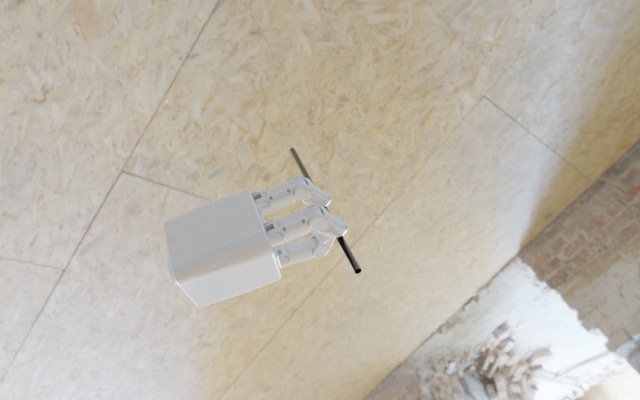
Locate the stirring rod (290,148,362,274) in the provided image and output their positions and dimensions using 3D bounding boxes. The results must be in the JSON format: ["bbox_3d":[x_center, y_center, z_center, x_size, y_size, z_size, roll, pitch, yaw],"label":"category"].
[{"bbox_3d":[0.000,0.002,0.600,0.011,0.011,0.239,0,38,-26],"label":"stirring rod"}]
